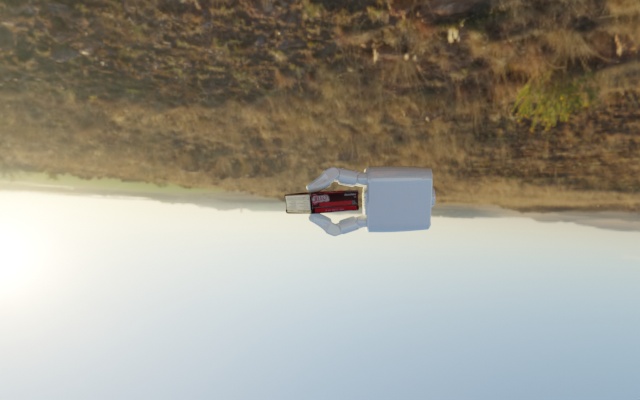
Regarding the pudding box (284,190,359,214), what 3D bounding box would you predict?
[{"bbox_3d":[0.000,0.003,0.816,0.090,0.039,0.113,-3,-1,-26],"label":"pudding box"}]
